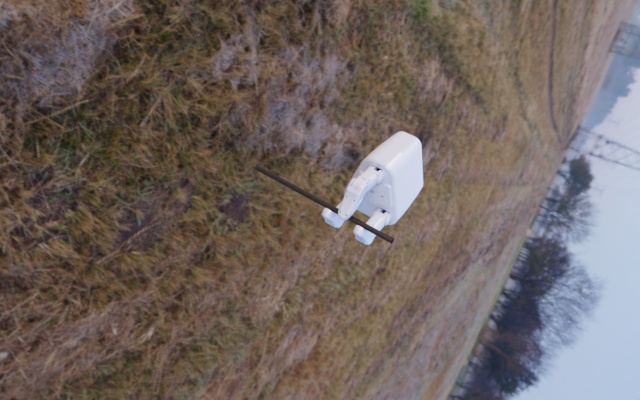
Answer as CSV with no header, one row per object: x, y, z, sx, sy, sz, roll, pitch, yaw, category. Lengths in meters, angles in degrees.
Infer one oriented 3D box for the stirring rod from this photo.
0.000,0.002,0.694,0.239,0.011,0.011,28,11,22,stirring rod
